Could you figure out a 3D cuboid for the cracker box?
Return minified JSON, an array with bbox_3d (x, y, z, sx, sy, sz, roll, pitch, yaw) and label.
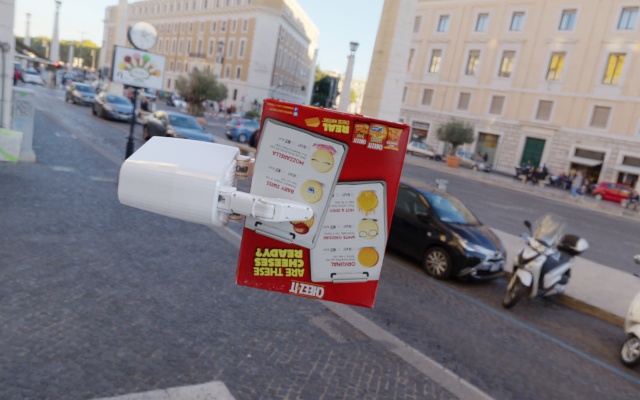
[{"bbox_3d":[0.000,0.002,0.558,0.164,0.214,0.072,10,10,0],"label":"cracker box"}]
